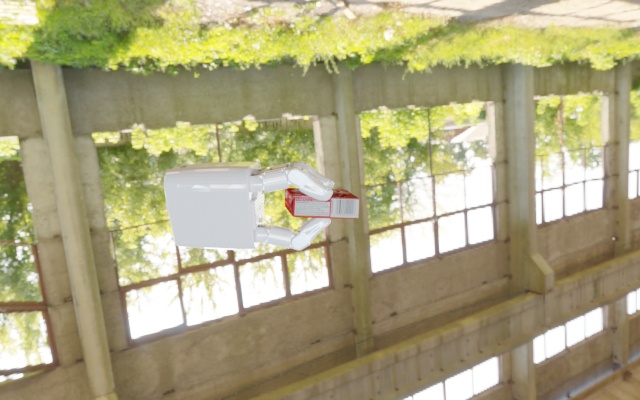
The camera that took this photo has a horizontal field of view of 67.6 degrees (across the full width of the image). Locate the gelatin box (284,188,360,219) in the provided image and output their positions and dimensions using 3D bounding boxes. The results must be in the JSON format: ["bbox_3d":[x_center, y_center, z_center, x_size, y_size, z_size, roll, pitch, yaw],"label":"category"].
[{"bbox_3d":[0.000,0.003,0.630,0.089,0.030,0.073,2,9,-11],"label":"gelatin box"}]
